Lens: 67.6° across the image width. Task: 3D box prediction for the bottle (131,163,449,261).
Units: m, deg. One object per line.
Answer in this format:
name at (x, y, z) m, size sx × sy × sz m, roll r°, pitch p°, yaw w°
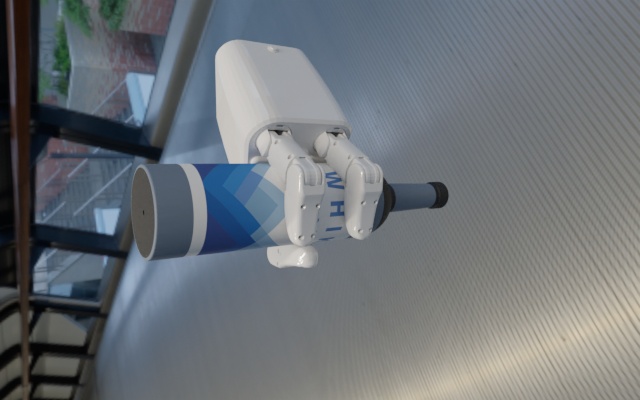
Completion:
bottle at (0.000, 0.001, 0.408) m, size 0.296 × 0.069 × 0.069 m, roll -3°, pitch 2°, yaw -34°
